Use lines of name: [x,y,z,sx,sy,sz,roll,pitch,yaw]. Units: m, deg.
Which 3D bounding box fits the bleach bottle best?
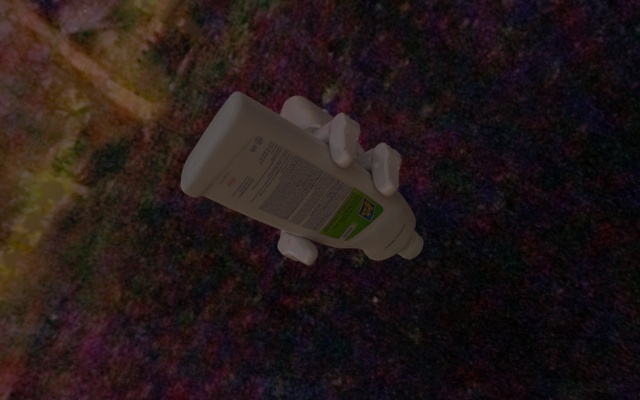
bleach bottle: [0.000,0.001,0.470,0.251,0.102,0.068,30,20,-27]
